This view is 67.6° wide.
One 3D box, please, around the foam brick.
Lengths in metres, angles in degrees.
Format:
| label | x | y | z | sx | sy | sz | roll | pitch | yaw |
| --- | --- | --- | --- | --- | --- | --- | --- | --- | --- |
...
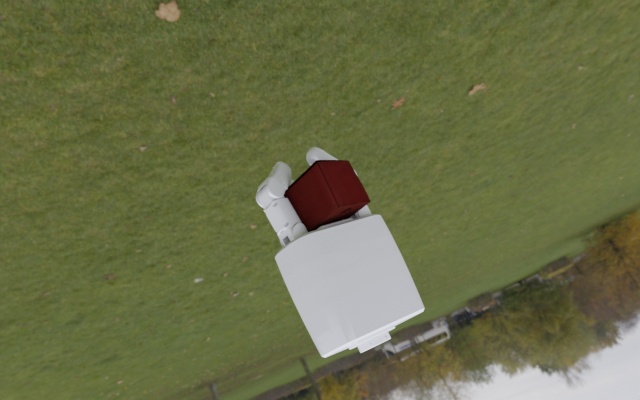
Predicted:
| label | x | y | z | sx | sy | sz | roll | pitch | yaw |
| --- | --- | --- | --- | --- | --- | --- | --- | --- | --- |
| foam brick | 0.000 | 0.001 | 0.479 | 0.053 | 0.051 | 0.078 | -7 | -26 | -48 |
